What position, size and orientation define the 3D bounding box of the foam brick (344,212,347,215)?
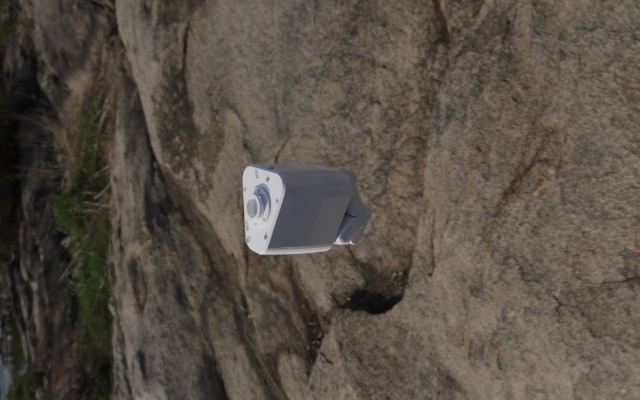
[{"bbox_3d":[0.000,0.002,0.689,0.051,0.053,0.078,-1,13,-40],"label":"foam brick"}]
